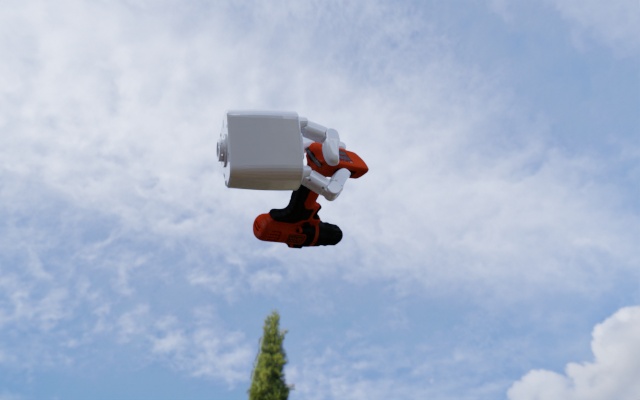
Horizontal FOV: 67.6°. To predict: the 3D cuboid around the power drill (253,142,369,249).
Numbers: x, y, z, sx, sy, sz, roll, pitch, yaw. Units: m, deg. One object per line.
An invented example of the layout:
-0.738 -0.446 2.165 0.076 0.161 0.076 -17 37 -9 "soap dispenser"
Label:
0.000 0.002 0.794 0.184 0.188 0.057 8 33 -41 "power drill"
